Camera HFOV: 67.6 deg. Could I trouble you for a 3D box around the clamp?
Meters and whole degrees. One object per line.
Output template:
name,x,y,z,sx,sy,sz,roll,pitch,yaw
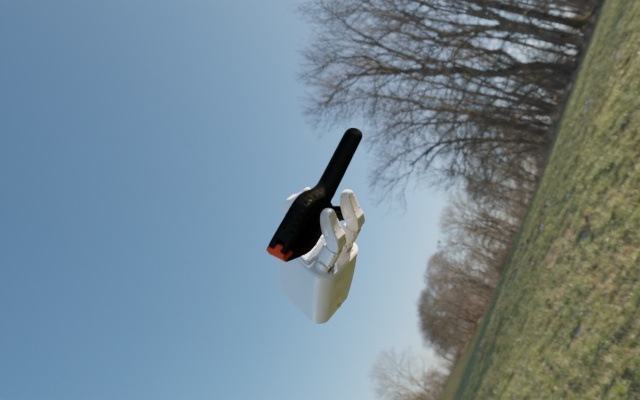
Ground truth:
clamp,-0.001,0.002,0.655,0.036,0.165,0.210,22,39,24
